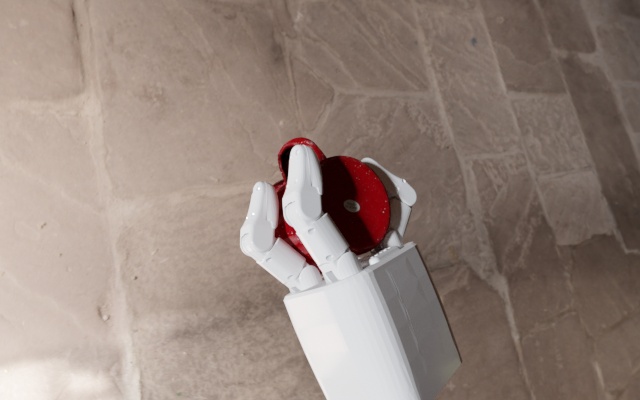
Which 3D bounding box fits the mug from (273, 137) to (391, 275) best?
[{"bbox_3d":[0.000,0.000,0.404,0.093,0.117,0.081,-20,-4,-36],"label":"mug"}]
